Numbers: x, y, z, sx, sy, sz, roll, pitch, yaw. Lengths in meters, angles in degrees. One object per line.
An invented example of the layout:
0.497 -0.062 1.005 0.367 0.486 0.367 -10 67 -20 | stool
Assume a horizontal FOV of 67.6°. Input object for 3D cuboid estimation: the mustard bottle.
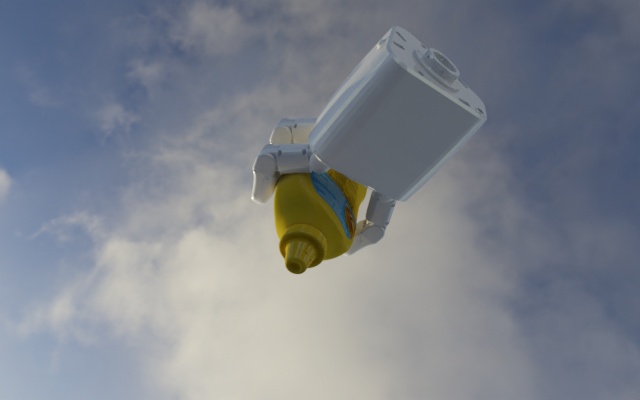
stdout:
0.000 0.002 0.464 0.058 0.096 0.191 -21 26 25 | mustard bottle
